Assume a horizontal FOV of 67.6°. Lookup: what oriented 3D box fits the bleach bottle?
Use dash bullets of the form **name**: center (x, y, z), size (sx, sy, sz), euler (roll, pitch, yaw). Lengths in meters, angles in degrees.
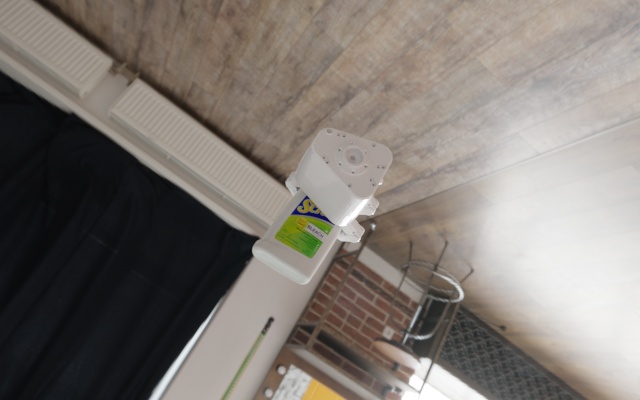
- **bleach bottle**: center (0.000, 0.003, 0.759), size (0.102, 0.250, 0.068), euler (32, -24, -1)
